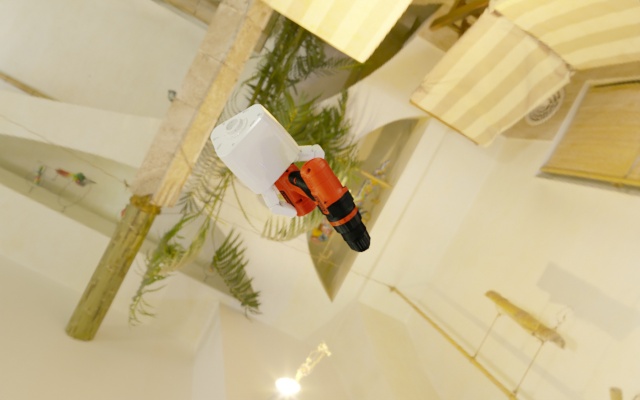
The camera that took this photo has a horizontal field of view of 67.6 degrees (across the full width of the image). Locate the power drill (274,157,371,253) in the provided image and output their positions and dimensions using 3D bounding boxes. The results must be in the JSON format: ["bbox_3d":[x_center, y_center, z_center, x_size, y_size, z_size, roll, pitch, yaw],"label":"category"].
[{"bbox_3d":[0.000,0.003,0.842,0.057,0.184,0.187,-38,22,-19],"label":"power drill"}]
